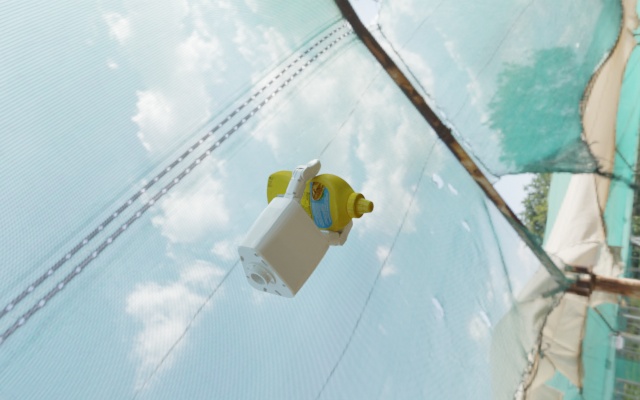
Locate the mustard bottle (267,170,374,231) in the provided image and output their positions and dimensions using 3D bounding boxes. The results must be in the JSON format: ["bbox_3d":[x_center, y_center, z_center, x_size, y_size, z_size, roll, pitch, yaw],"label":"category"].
[{"bbox_3d":[0.000,0.002,0.789,0.191,0.096,0.058,6,20,35],"label":"mustard bottle"}]
